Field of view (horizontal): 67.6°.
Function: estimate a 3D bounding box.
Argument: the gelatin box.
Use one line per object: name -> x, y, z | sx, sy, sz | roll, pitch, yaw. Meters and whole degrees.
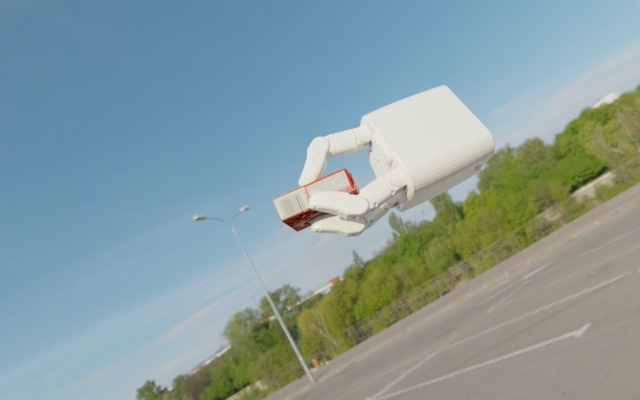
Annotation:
gelatin box -> 0.000, 0.001, 0.537 | 0.089, 0.030, 0.073 | -23, -16, 5
